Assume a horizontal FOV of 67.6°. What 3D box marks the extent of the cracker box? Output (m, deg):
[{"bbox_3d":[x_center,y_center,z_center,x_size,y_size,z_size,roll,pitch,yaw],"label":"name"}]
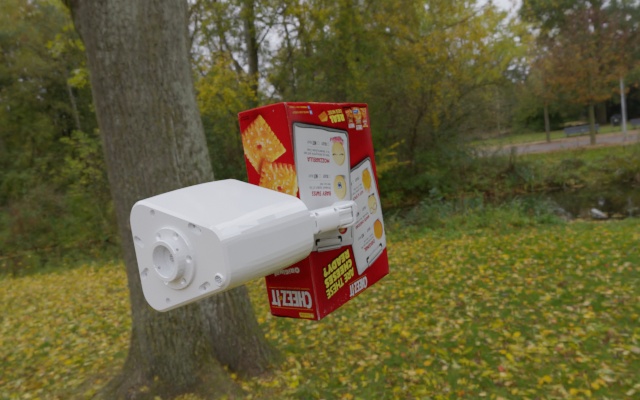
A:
[{"bbox_3d":[0.000,0.002,0.534,0.072,0.214,0.164,-4,7,34],"label":"cracker box"}]
